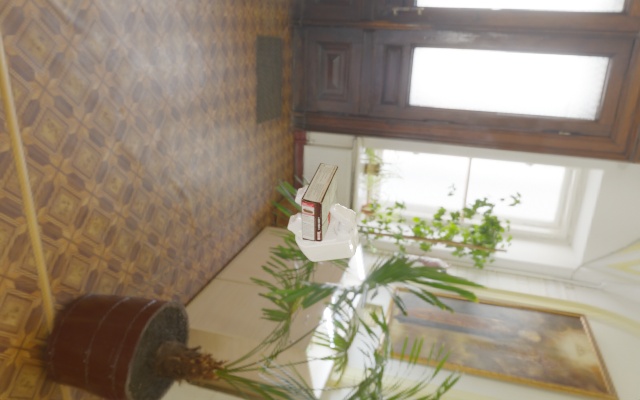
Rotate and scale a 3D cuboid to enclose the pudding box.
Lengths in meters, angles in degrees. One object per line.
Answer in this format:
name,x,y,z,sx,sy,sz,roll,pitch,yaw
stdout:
pudding box,0.000,0.003,0.827,0.039,0.090,0.113,8,39,12
